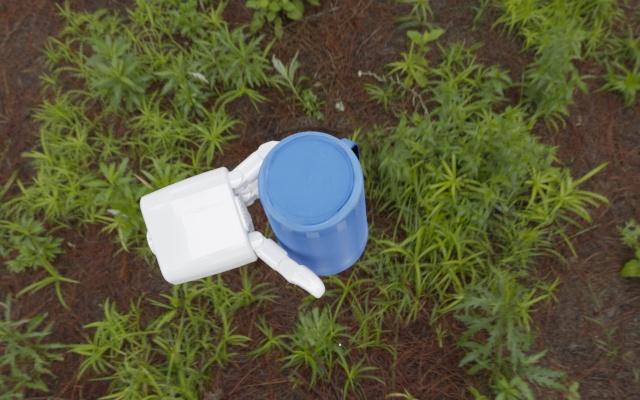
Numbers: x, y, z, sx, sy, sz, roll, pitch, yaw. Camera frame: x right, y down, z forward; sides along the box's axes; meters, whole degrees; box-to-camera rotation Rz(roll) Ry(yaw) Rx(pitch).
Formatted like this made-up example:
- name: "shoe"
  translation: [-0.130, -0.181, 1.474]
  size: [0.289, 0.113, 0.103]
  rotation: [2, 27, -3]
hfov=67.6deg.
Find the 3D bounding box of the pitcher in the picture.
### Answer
- name: "pitcher"
  translation: [0.000, 0.002, 0.591]
  size: [0.145, 0.149, 0.243]
  rotation: [-17, -17, -2]
